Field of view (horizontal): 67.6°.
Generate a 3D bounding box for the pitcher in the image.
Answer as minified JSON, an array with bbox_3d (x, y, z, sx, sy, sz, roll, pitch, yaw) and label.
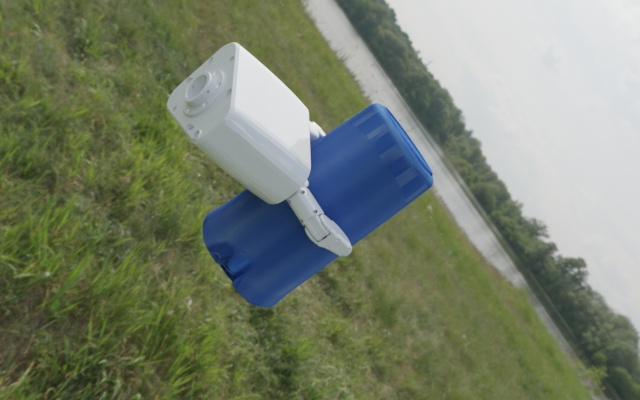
[{"bbox_3d":[0.000,0.002,0.545,0.243,0.149,0.145,-35,-45,16],"label":"pitcher"}]
